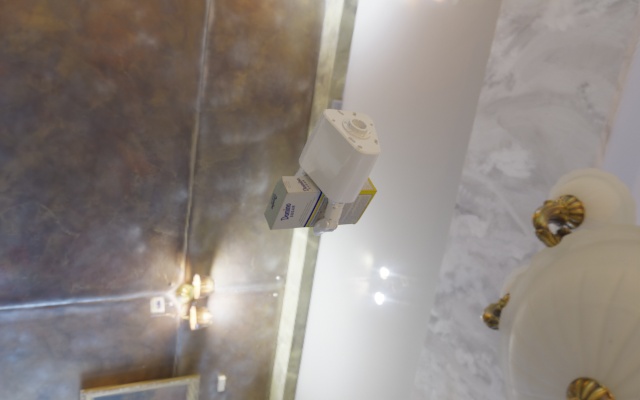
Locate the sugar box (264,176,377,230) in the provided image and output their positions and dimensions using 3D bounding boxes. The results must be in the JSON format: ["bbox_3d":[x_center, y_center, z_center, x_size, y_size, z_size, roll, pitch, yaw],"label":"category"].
[{"bbox_3d":[0.000,0.002,0.820,0.176,0.048,0.093,1,-44,-30],"label":"sugar box"}]
